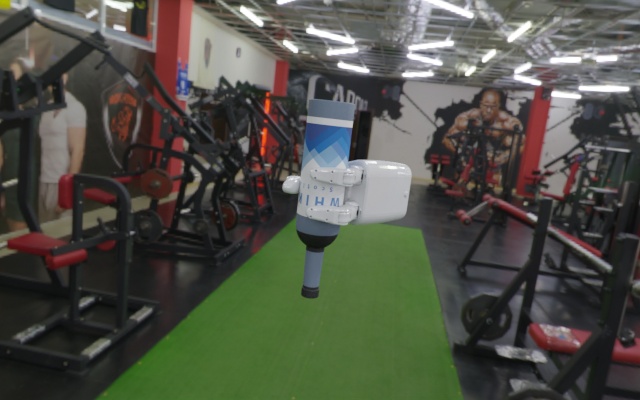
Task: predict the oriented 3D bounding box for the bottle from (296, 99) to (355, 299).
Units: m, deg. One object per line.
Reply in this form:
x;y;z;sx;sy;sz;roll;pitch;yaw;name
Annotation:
0.000;0.002;0.709;0.069;0.296;0.069;6;10;-1;bottle
